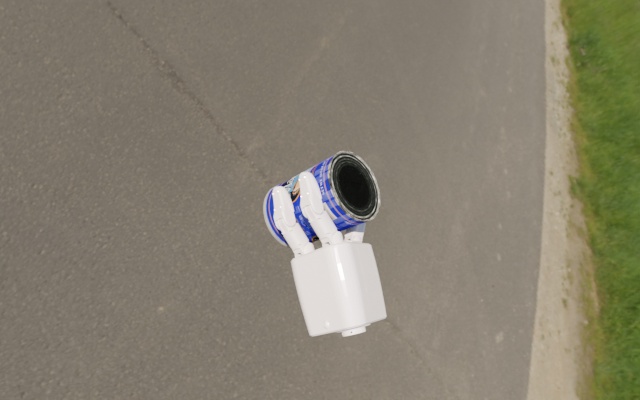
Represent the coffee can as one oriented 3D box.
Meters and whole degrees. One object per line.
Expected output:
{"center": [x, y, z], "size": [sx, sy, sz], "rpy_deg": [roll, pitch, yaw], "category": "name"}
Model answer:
{"center": [0.000, 0.002, 0.689], "size": [0.140, 0.102, 0.103], "rpy_deg": [-25, -17, 40], "category": "coffee can"}
